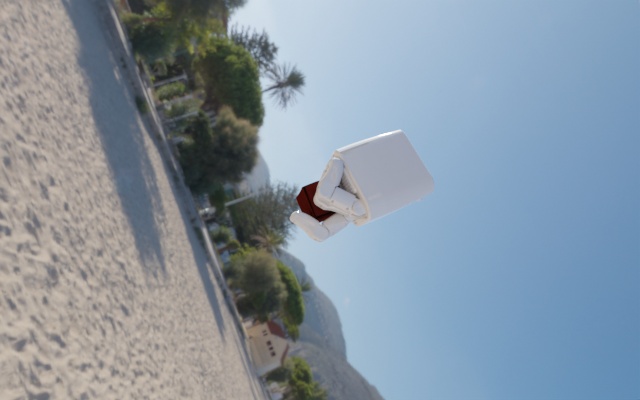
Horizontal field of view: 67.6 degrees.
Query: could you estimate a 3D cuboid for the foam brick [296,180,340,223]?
[{"bbox_3d":[0.000,0.002,0.716,0.051,0.053,0.078,-21,-6,-13],"label":"foam brick"}]
